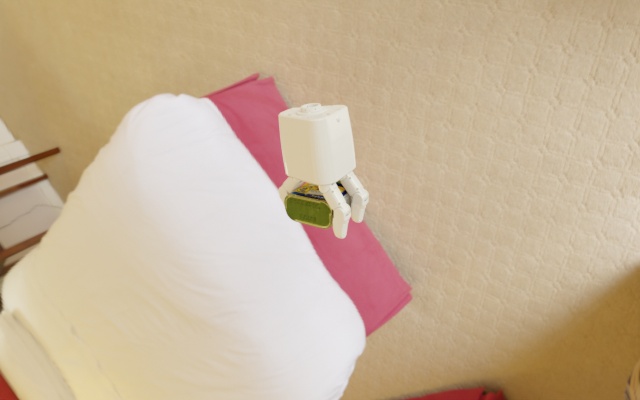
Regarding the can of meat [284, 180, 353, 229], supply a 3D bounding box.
[{"bbox_3d":[0.000,0.003,0.827,0.102,0.057,0.084,11,29,31],"label":"can of meat"}]
